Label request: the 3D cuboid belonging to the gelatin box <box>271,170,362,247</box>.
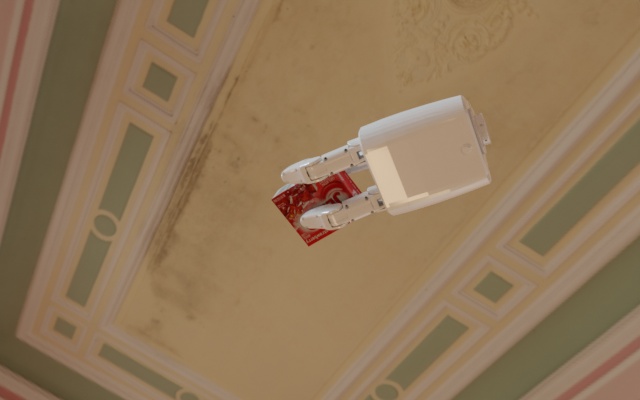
[{"bbox_3d":[0.000,0.002,0.547,0.089,0.073,0.030,-31,14,28],"label":"gelatin box"}]
